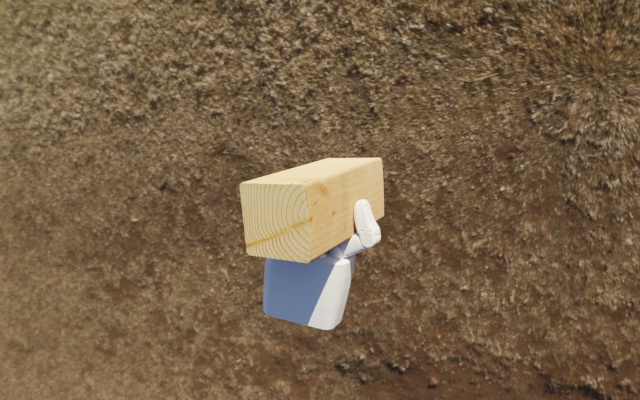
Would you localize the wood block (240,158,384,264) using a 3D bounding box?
[{"bbox_3d":[0.000,0.002,0.616,0.091,0.090,0.206,4,14,30],"label":"wood block"}]
